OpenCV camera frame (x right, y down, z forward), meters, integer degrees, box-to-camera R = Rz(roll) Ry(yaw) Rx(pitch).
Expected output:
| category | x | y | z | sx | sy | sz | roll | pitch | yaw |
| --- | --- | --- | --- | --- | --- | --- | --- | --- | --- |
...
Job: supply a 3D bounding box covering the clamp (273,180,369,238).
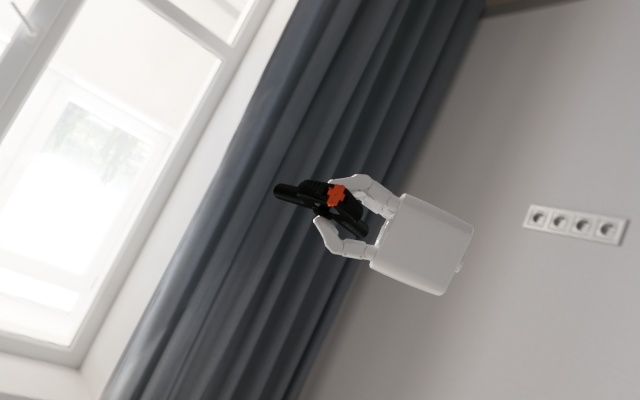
| category | x | y | z | sx | sy | sz | roll | pitch | yaw |
| --- | --- | --- | --- | --- | --- | --- | --- | --- | --- |
| clamp | 0.000 | 0.003 | 0.675 | 0.164 | 0.036 | 0.210 | 24 | -9 | 5 |
